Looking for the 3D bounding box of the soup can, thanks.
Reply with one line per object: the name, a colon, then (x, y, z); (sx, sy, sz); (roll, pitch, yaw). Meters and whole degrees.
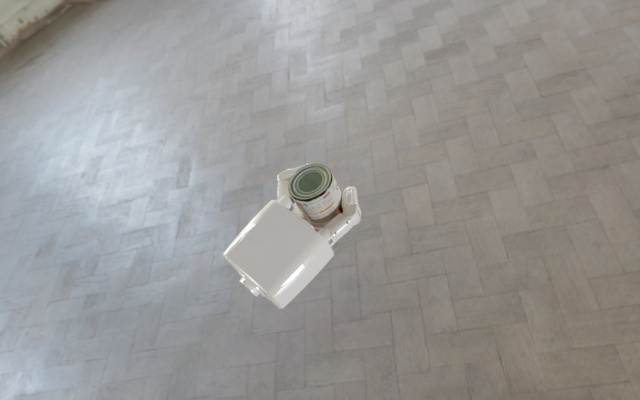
soup can: (0.000, 0.002, 0.698); (0.068, 0.068, 0.102); (0, -36, 23)
